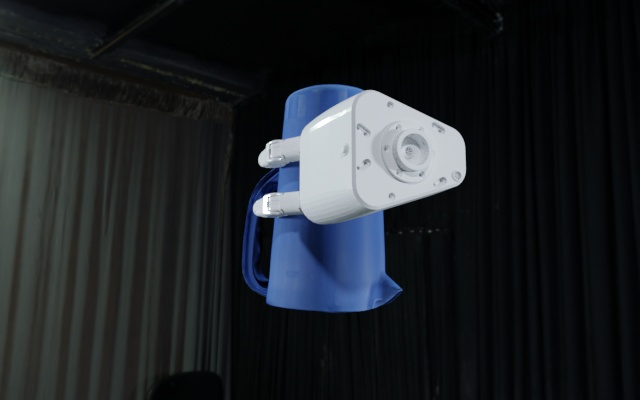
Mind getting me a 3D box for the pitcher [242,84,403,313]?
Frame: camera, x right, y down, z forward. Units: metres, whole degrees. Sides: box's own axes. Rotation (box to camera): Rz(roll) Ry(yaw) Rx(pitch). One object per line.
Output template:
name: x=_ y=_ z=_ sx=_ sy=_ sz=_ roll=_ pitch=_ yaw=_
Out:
pitcher: x=0.000 y=0.002 z=0.543 sx=0.149 sy=0.243 sz=0.145 roll=4 pitch=-8 yaw=-21
